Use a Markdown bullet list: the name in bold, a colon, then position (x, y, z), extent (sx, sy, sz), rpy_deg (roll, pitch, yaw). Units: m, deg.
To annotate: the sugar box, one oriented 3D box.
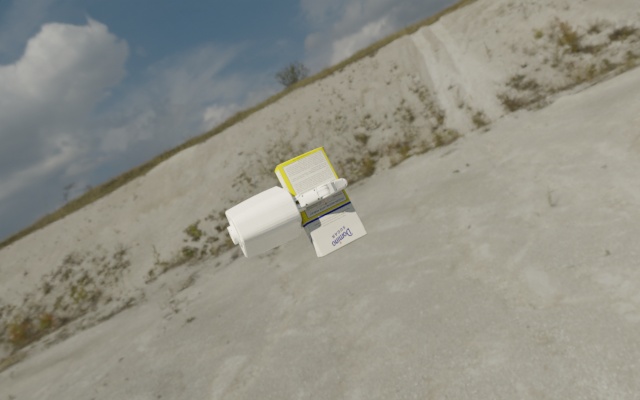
- **sugar box**: position (0.000, 0.003, 0.842), extent (0.093, 0.176, 0.048), rpy_deg (-25, -2, -14)
